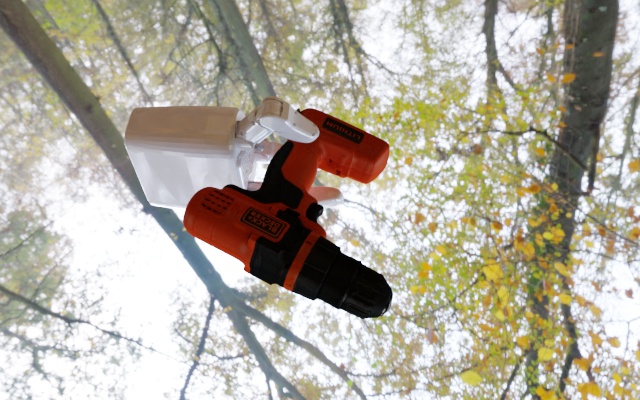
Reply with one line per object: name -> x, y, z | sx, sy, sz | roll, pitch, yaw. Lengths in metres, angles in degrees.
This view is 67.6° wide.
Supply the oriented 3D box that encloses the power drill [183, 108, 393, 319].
power drill -> 0.000, 0.001, 0.435 | 0.184, 0.057, 0.187 | 27, 46, 6
